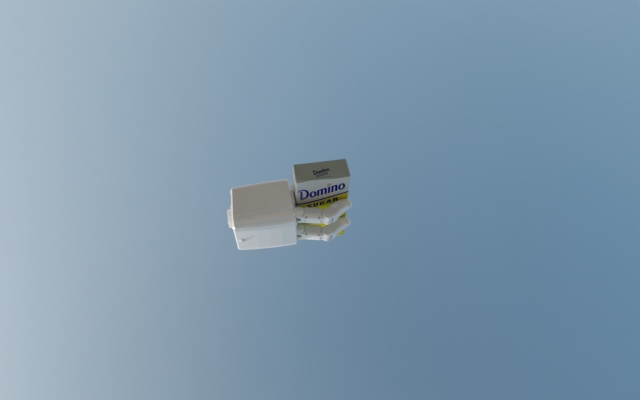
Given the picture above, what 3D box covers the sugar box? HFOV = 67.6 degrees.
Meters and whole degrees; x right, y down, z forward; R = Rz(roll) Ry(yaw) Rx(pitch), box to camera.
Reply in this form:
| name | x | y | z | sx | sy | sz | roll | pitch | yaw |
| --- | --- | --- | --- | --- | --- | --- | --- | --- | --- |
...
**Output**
| name | x | y | z | sx | sy | sz | roll | pitch | yaw |
| --- | --- | --- | --- | --- | --- | --- | --- | --- | --- |
| sugar box | 0.000 | 0.003 | 0.854 | 0.093 | 0.048 | 0.176 | -7 | -34 | -6 |
